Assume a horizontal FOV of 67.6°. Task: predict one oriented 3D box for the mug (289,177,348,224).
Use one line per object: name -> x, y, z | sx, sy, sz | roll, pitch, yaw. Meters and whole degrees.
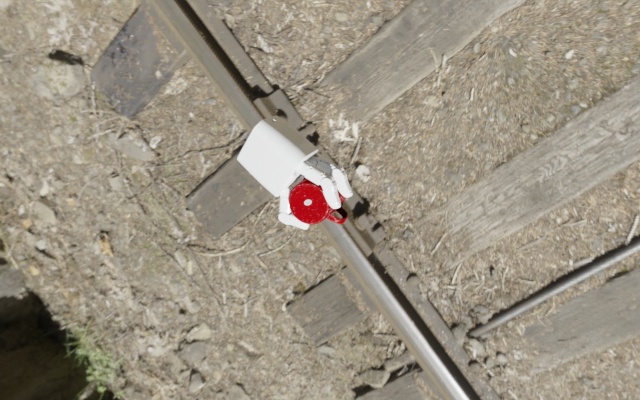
mug -> 0.001, 0.004, 0.894 | 0.117, 0.093, 0.081 | 41, 27, 4
